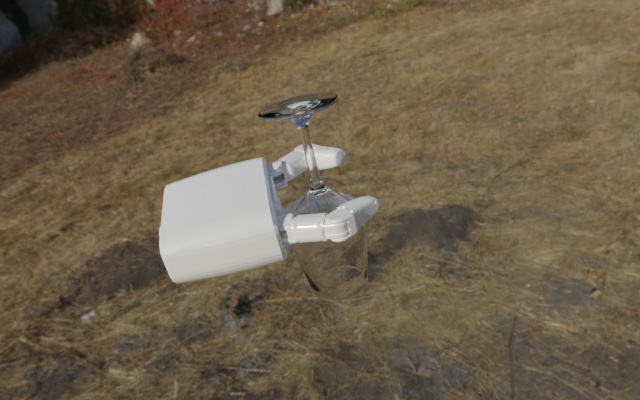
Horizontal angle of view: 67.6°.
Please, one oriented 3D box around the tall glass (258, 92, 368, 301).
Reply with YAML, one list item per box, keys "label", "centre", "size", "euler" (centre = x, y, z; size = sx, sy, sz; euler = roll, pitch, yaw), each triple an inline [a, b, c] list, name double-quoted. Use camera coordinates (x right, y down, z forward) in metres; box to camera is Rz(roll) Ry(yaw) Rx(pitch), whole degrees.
- label: "tall glass"
  centre: [0.000, 0.001, 0.472]
  size: [0.079, 0.201, 0.079]
  euler: [-11, 25, 5]
